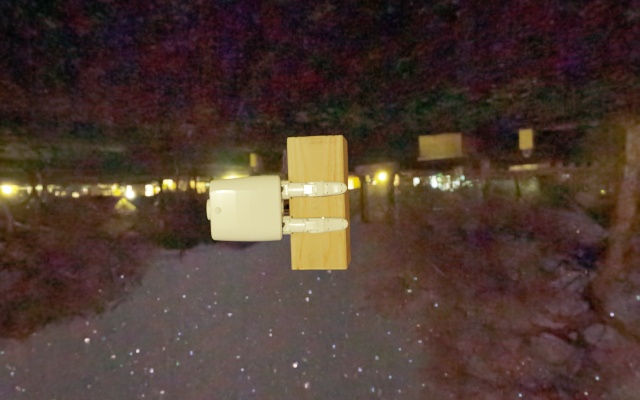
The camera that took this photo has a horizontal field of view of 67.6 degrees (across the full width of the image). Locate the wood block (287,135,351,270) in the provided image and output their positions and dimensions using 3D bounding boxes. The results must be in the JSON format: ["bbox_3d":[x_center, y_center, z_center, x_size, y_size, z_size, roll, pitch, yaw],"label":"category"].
[{"bbox_3d":[0.000,0.003,0.780,0.090,0.206,0.091,-2,2,7],"label":"wood block"}]
